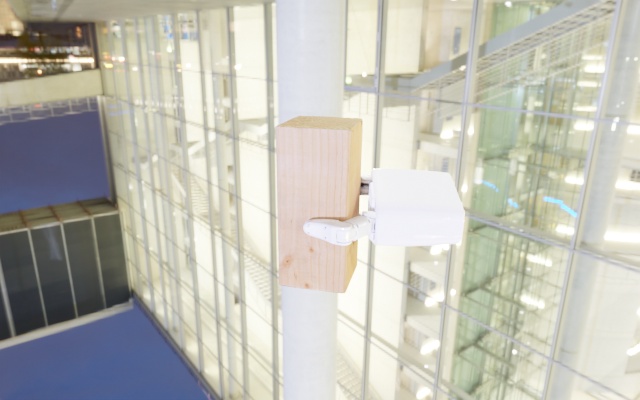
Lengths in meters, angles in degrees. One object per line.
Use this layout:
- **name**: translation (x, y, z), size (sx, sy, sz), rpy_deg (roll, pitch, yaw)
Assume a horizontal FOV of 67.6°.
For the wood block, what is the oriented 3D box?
- **wood block**: translation (0.000, 0.002, 0.610), size (0.090, 0.206, 0.090), rpy_deg (5, 19, 14)
